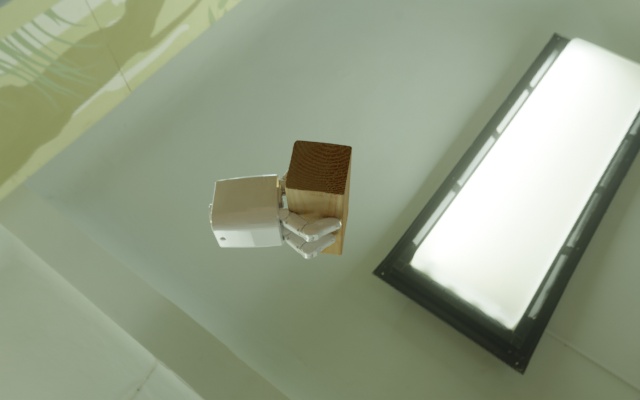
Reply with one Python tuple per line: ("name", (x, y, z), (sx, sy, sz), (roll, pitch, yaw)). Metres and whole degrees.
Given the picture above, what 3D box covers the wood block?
("wood block", (0.000, 0.002, 0.788), (0.090, 0.090, 0.206), (7, -30, 5))
